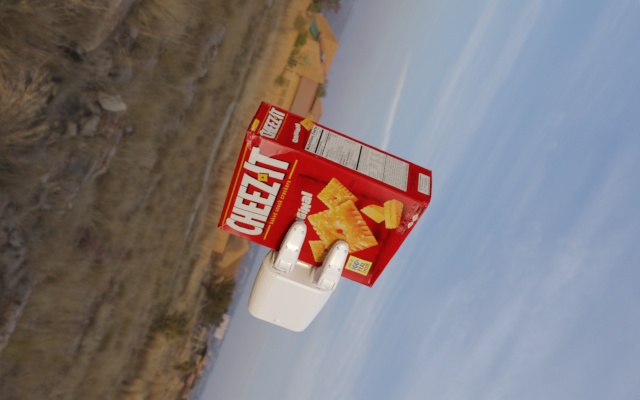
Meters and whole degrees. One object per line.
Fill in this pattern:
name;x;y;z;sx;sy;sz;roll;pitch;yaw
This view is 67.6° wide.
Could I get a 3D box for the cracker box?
cracker box;0.000;0.002;0.571;0.214;0.164;0.072;22;42;-6
